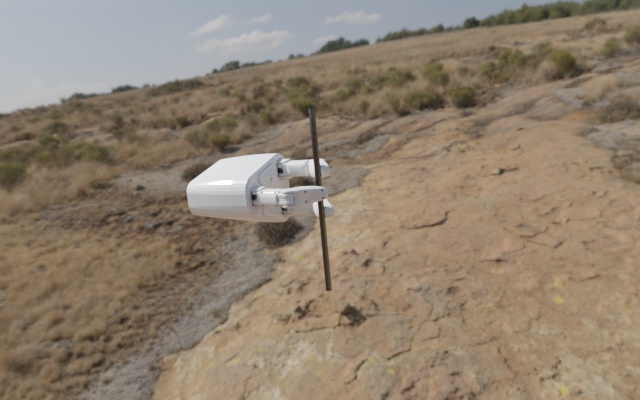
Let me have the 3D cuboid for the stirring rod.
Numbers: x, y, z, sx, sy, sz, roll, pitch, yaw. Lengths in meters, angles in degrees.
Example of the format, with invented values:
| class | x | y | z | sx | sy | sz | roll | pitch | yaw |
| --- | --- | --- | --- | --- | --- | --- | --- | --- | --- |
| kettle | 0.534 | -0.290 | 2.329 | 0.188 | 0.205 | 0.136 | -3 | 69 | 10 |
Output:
| class | x | y | z | sx | sy | sz | roll | pitch | yaw |
| --- | --- | --- | --- | --- | --- | --- | --- | --- | --- |
| stirring rod | 0.000 | 0.002 | 0.616 | 0.011 | 0.239 | 0.011 | -5 | 10 | 1 |
